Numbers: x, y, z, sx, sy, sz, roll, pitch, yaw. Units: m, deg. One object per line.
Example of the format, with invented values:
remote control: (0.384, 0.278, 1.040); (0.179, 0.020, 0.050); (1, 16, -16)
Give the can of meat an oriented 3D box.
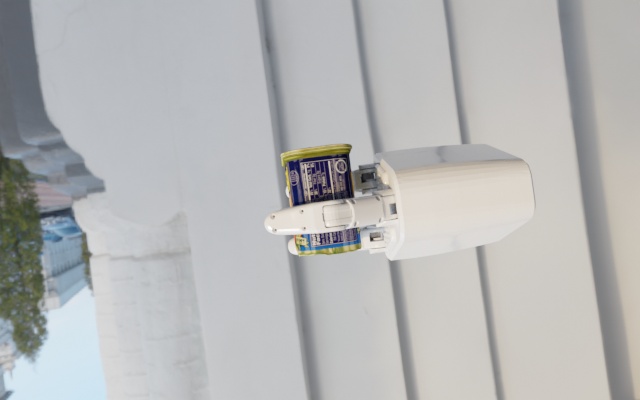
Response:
can of meat: (0.000, 0.002, 0.411); (0.057, 0.084, 0.102); (-8, -1, -5)
